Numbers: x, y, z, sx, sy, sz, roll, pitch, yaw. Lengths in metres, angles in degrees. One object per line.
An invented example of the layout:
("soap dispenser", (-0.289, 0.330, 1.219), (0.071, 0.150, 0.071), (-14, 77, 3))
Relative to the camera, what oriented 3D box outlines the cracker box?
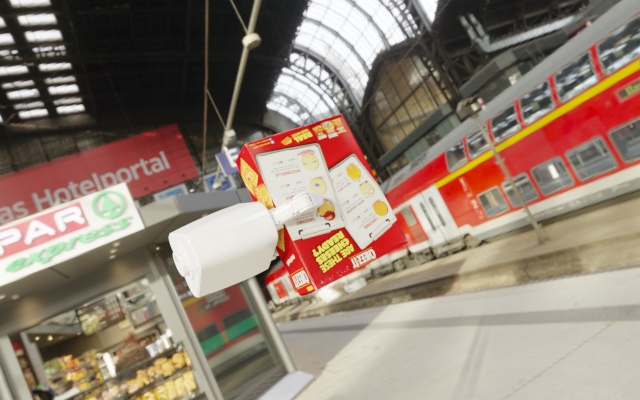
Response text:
("cracker box", (0.000, 0.002, 0.676), (0.164, 0.213, 0.072), (-23, -8, -28))
